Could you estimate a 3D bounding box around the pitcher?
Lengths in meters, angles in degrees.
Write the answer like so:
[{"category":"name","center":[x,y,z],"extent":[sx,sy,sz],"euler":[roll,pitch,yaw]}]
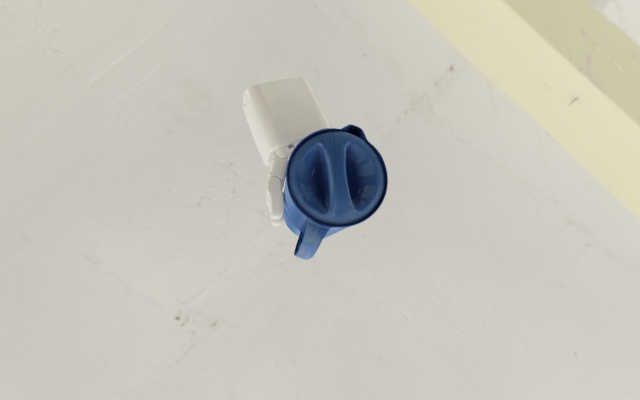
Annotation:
[{"category":"pitcher","center":[0.000,0.002,0.719],"extent":[0.149,0.145,0.243],"euler":[-24,-8,-13]}]
